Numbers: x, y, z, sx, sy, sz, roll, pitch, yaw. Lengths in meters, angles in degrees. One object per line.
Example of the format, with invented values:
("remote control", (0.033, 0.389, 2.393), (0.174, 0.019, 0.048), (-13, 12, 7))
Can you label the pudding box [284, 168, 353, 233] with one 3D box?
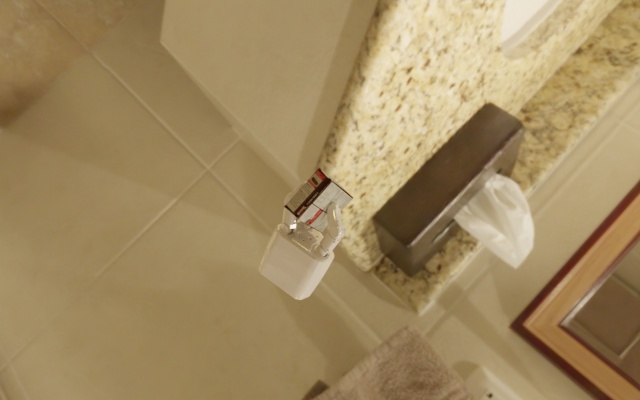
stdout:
("pudding box", (0.000, 0.003, 0.833), (0.039, 0.090, 0.113), (43, 4, 26))
